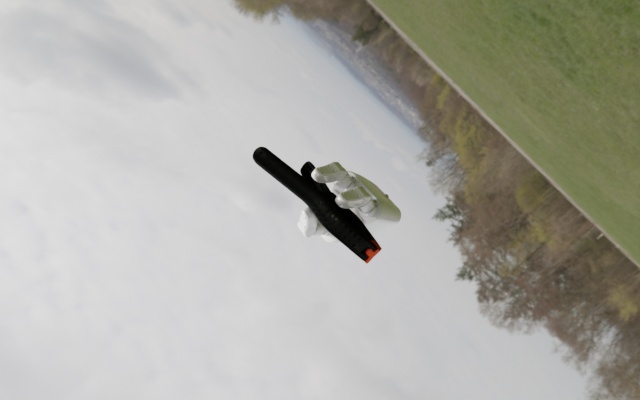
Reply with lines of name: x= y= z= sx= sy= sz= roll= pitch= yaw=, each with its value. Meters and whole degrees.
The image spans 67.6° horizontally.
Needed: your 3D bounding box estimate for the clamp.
clamp: x=0.000 y=0.003 z=0.671 sx=0.210 sy=0.036 sz=0.164 roll=49 pitch=16 yaw=25
